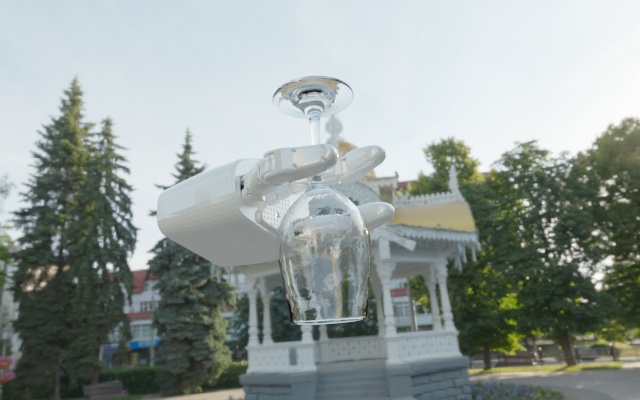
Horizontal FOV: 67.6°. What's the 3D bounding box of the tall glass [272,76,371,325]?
[{"bbox_3d":[0.000,0.001,0.406,0.079,0.201,0.079,-4,-17,-1],"label":"tall glass"}]
